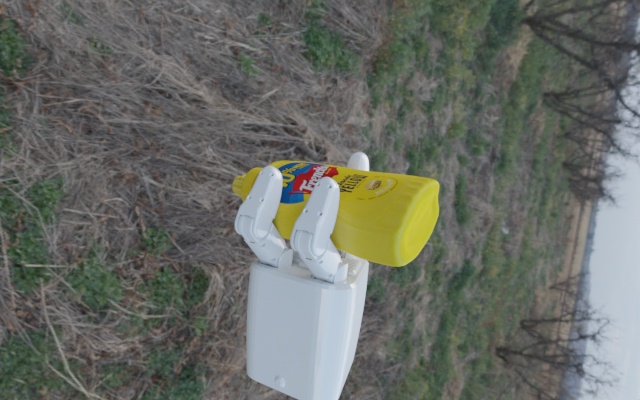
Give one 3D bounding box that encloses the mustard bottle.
[{"bbox_3d":[0.000,0.001,0.424,0.191,0.058,0.096,11,34,30],"label":"mustard bottle"}]
